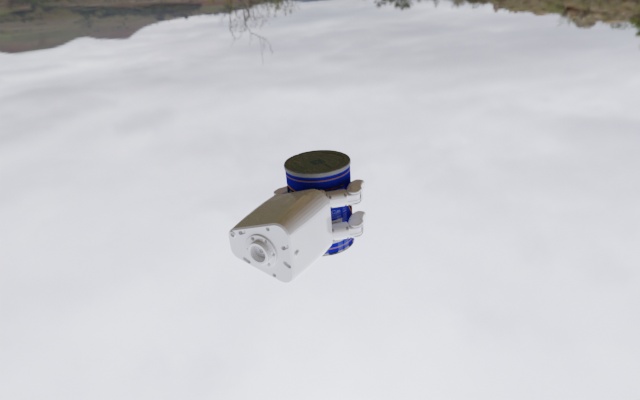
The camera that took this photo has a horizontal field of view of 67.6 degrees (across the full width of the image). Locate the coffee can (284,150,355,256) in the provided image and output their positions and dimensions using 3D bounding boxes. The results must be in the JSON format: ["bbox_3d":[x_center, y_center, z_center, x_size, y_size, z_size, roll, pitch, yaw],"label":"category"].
[{"bbox_3d":[0.000,0.002,0.759,0.103,0.140,0.102,-4,25,2],"label":"coffee can"}]
